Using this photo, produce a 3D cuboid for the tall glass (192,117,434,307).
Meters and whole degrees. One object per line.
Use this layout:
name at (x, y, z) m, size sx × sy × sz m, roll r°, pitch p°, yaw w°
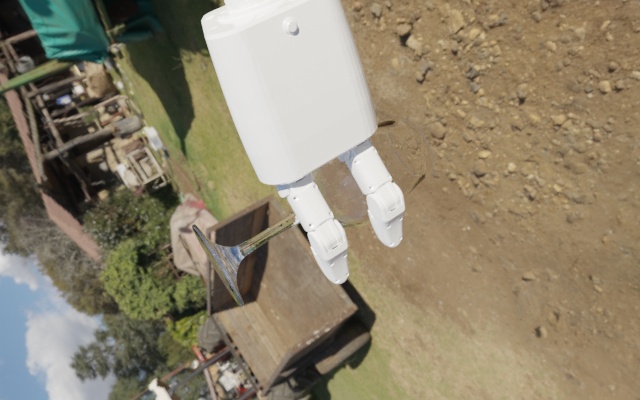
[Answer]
tall glass at (0.000, 0.002, 0.401) m, size 0.201 × 0.079 × 0.079 m, roll -31°, pitch 10°, yaw -18°
